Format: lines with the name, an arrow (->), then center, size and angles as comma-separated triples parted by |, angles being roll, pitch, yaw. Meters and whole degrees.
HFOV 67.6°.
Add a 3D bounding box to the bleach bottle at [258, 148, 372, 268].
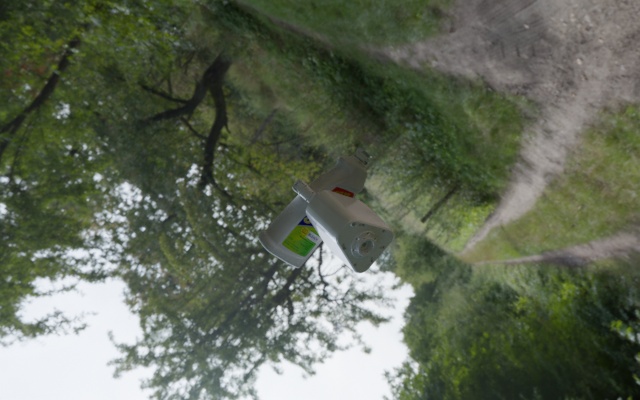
bleach bottle -> 0.000, 0.003, 0.890 | 0.103, 0.251, 0.068 | 37, 4, -38
